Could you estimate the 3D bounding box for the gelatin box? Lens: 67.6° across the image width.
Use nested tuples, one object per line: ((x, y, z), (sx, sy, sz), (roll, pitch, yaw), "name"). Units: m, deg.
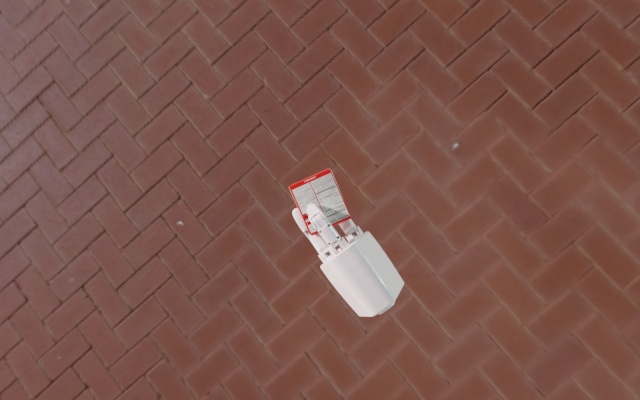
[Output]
((0.000, 0.002, 0.772), (0.073, 0.089, 0.030), (-24, 0, 4), "gelatin box")
